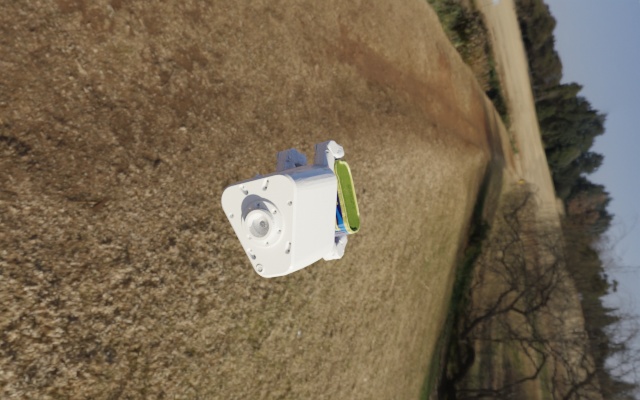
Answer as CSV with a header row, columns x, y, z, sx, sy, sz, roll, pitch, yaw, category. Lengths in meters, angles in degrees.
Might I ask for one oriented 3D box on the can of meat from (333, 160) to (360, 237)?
x,y,z,sx,sy,sz,roll,pitch,yaw,category
0.000,0.002,0.632,0.084,0.102,0.057,-12,-1,24,can of meat
